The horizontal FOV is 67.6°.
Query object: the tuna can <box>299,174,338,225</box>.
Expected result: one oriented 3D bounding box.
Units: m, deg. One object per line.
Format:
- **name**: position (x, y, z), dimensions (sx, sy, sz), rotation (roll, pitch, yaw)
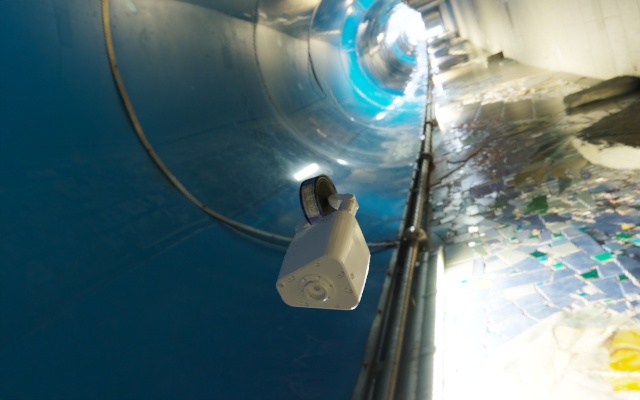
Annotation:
- **tuna can**: position (0.000, 0.003, 0.775), dimensions (0.034, 0.086, 0.086), rotation (-16, -7, 24)
